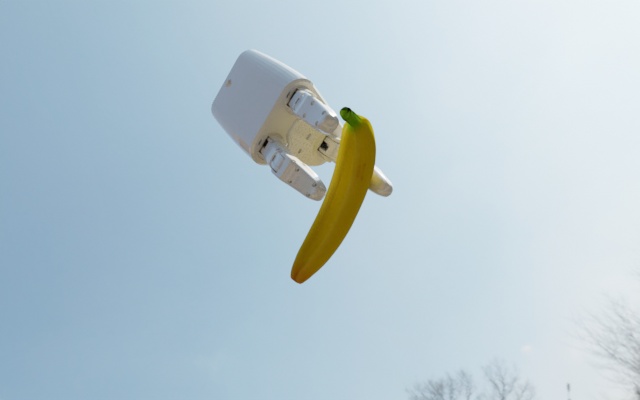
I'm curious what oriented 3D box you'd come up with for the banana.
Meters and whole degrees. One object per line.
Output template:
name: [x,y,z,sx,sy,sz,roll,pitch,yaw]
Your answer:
banana: [0.015,-0.004,0.466,0.069,0.198,0.037,-13,40,-39]
